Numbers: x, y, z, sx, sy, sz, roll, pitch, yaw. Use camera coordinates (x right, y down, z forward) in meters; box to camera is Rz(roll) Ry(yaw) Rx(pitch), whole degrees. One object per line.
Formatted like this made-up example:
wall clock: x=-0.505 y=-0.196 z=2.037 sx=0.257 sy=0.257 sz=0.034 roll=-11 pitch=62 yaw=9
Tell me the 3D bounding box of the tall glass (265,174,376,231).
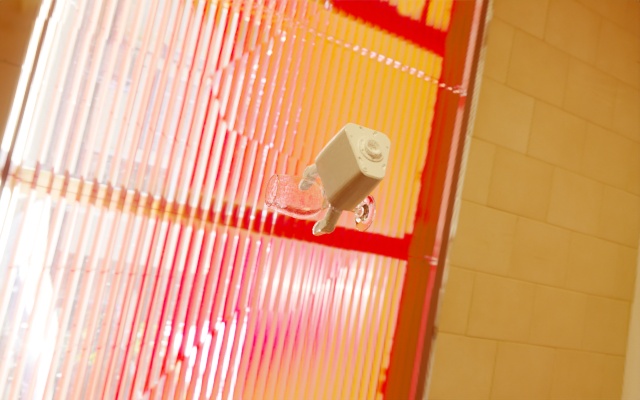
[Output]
tall glass: x=0.001 y=0.003 z=0.897 sx=0.201 sy=0.079 sz=0.079 roll=13 pitch=-6 yaw=-24
